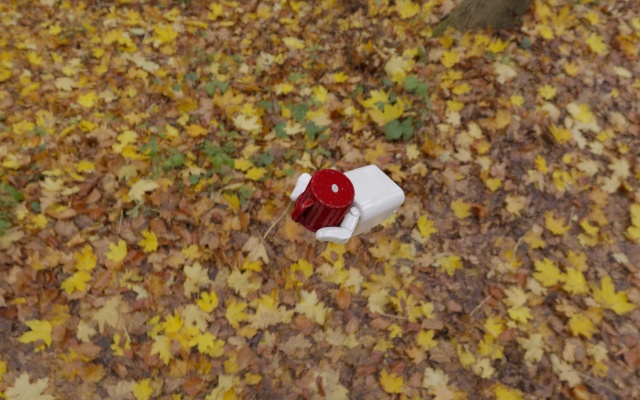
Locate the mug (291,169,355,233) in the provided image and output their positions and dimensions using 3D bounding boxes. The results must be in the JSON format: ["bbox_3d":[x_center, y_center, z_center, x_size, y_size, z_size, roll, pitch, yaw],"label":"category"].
[{"bbox_3d":[-0.001,0.003,0.818,0.117,0.093,0.081,-23,-21,-31],"label":"mug"}]
